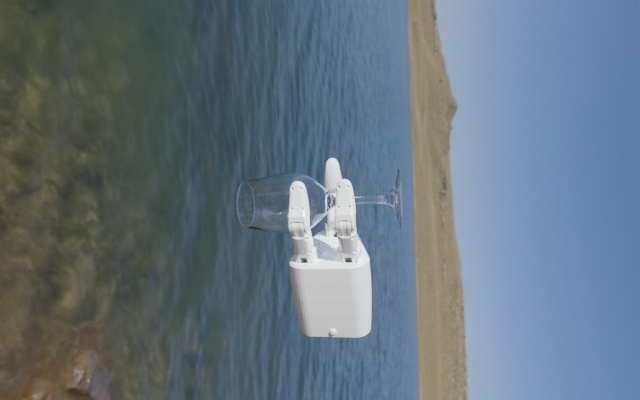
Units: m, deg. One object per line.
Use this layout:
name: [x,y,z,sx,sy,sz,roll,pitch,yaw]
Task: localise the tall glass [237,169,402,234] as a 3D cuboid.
tall glass: [0.001,0.002,0.599,0.201,0.079,0.079,-2,0,11]
